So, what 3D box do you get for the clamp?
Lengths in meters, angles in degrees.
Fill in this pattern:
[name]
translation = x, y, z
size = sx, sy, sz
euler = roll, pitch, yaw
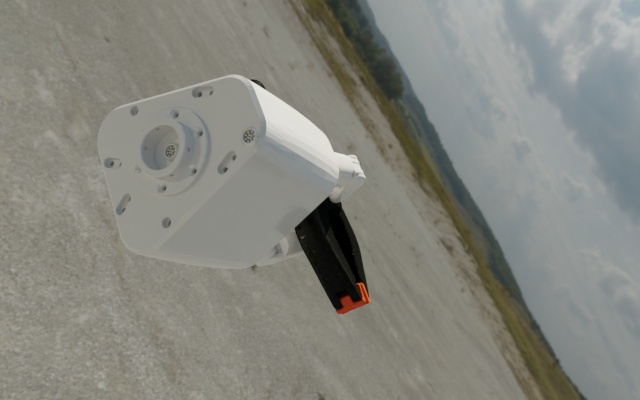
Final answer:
[clamp]
translation = 0.001, 0.002, 0.450
size = 0.036, 0.210, 0.164
euler = -27, -18, 17
